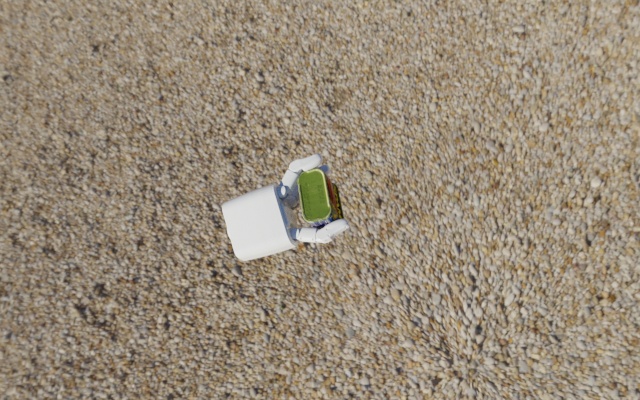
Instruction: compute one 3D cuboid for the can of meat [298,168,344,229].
[{"bbox_3d":[0.000,0.003,0.848,0.057,0.102,0.084,-15,-22,13],"label":"can of meat"}]
